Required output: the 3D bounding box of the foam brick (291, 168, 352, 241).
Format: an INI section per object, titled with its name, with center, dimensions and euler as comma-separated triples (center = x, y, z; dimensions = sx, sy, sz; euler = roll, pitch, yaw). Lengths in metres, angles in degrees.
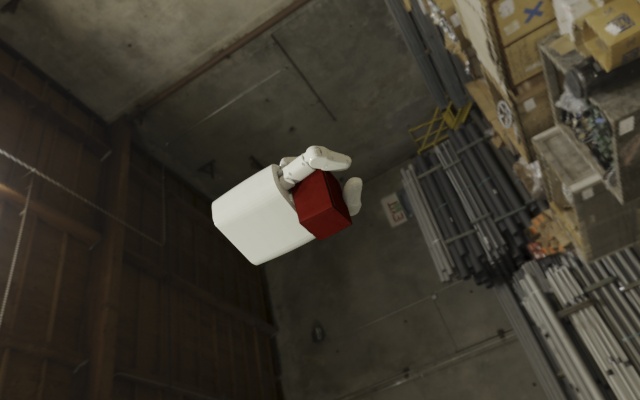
[foam brick]
center = 0.000, 0.002, 0.616
dimensions = 0.051, 0.078, 0.053
euler = -28, -42, 15
